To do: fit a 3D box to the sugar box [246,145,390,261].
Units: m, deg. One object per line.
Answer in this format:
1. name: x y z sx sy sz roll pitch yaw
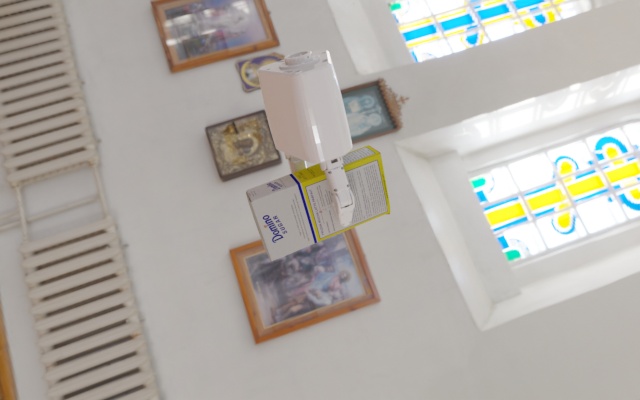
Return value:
1. sugar box: 0.000 0.002 0.622 0.176 0.093 0.048 -19 27 -10
